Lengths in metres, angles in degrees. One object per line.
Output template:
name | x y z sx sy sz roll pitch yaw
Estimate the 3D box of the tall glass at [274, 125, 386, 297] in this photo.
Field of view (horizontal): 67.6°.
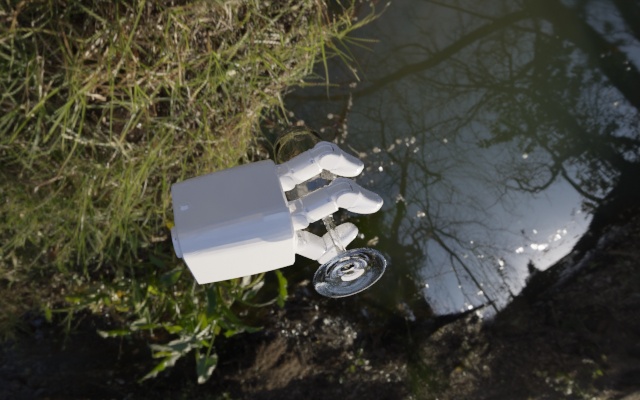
tall glass | 0.000 0.002 0.522 0.079 0.201 0.079 -12 -42 -11
